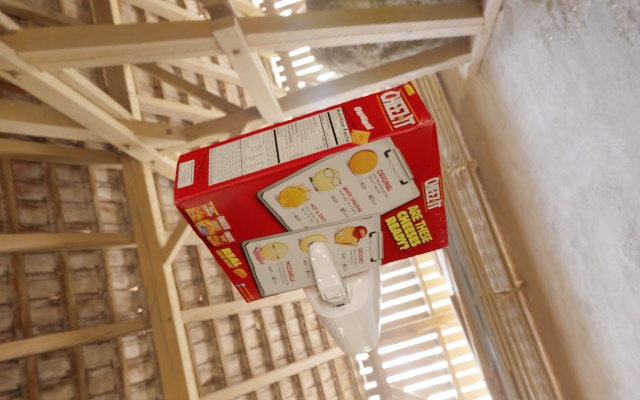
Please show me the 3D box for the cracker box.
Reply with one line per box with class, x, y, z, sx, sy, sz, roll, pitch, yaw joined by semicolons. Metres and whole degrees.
cracker box;0.000;0.002;0.443;0.214;0.072;0.164;-17;-44;4
